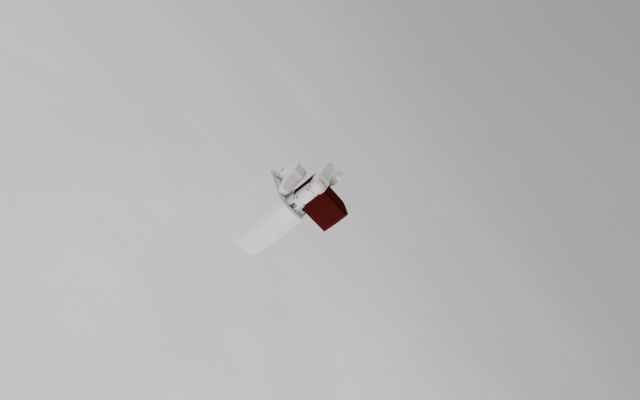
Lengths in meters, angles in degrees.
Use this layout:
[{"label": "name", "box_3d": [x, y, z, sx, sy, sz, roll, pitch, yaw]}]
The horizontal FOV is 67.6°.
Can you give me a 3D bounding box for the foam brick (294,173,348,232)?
[{"label": "foam brick", "box_3d": [0.000, 0.003, 0.804, 0.051, 0.078, 0.053, -39, 20, 11]}]
